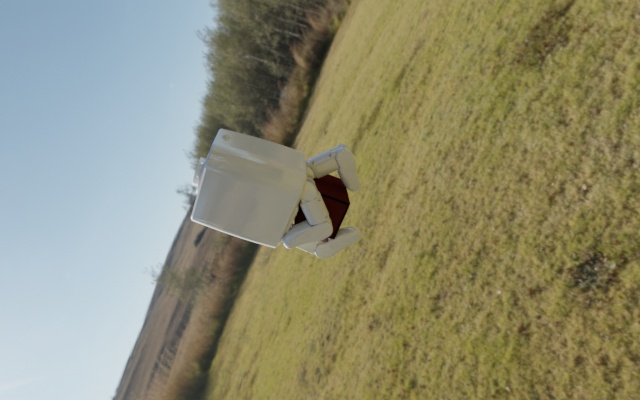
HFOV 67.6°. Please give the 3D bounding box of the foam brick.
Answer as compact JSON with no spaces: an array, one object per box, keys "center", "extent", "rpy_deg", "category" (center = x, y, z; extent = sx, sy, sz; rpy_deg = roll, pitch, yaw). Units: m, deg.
[{"center":[0.000,0.002,0.588],"extent":[0.051,0.053,0.078],"rpy_deg":[19,21,-11],"category":"foam brick"}]
